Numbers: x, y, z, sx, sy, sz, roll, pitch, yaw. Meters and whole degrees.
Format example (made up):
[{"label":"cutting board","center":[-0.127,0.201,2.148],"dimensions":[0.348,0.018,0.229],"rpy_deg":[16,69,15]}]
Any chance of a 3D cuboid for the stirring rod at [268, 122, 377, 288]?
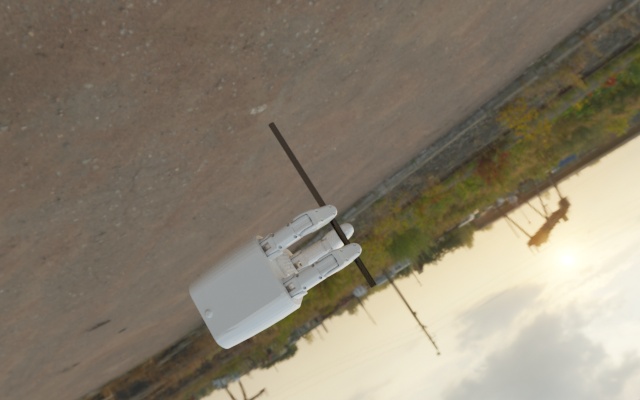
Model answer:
[{"label":"stirring rod","center":[0.000,0.002,0.588],"dimensions":[0.011,0.239,0.011],"rpy_deg":[-31,-11,-7]}]
